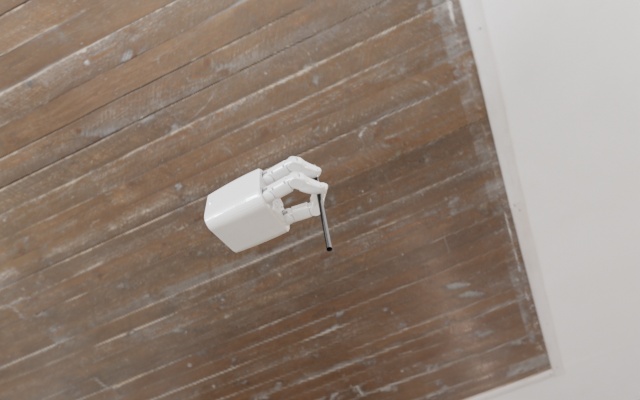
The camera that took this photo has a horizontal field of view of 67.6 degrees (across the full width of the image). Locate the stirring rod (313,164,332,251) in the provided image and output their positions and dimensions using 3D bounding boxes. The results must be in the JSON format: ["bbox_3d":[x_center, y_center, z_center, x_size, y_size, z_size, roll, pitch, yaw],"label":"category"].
[{"bbox_3d":[0.000,0.002,0.752,0.011,0.011,0.239,0,32,-7],"label":"stirring rod"}]
